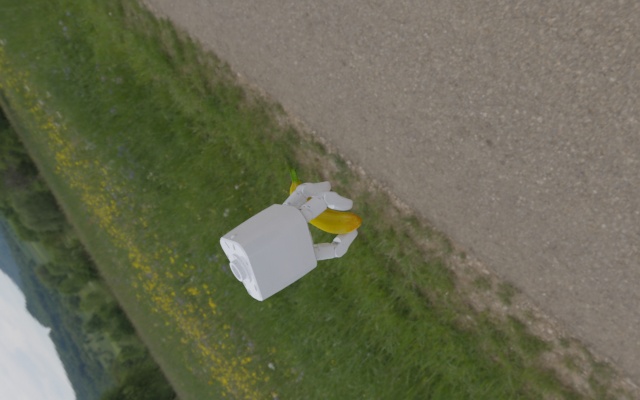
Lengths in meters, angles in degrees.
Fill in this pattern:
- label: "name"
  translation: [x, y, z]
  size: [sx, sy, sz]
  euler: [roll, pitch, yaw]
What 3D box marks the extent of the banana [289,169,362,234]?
- label: "banana"
  translation: [0.000, 0.016, 0.817]
  size: [0.037, 0.070, 0.197]
  euler: [-28, 42, -27]
